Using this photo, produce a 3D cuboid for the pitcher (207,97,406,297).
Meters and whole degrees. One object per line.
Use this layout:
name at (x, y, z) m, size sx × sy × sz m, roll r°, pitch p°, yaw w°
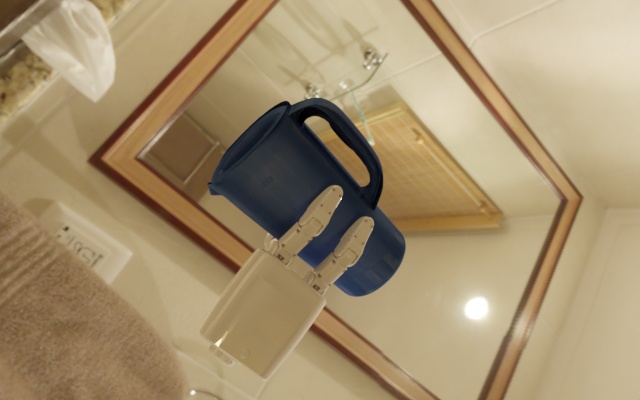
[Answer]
pitcher at (0.000, 0.002, 0.579) m, size 0.243 × 0.145 × 0.149 m, roll 44°, pitch -20°, yaw -21°
